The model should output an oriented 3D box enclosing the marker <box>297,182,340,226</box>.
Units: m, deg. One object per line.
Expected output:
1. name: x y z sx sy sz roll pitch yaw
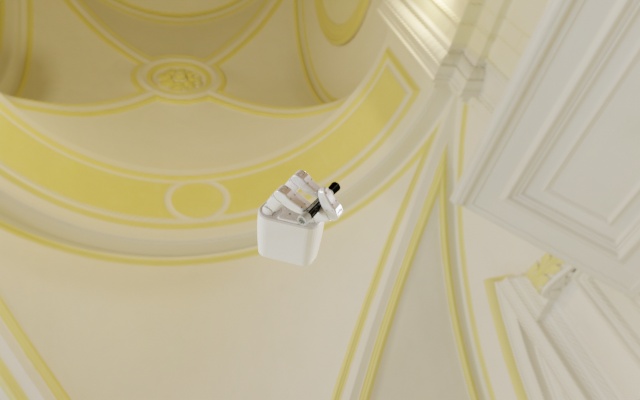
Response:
1. marker: 0.000 0.003 0.818 0.020 0.020 0.121 0 31 36
